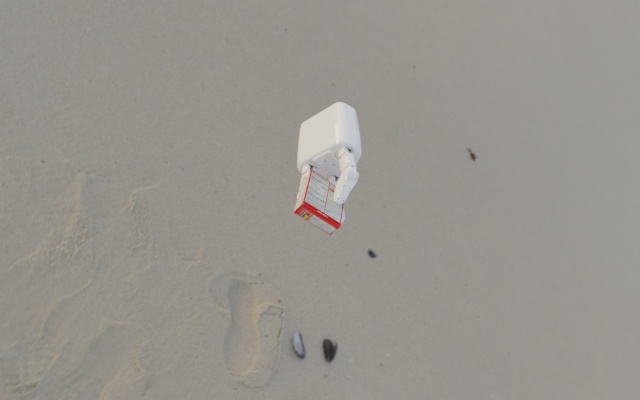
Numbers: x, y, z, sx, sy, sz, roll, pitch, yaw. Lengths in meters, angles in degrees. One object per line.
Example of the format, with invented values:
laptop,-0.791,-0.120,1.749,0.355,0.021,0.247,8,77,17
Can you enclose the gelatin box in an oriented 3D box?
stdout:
gelatin box,0.000,0.003,0.772,0.073,0.089,0.030,33,-52,-18
